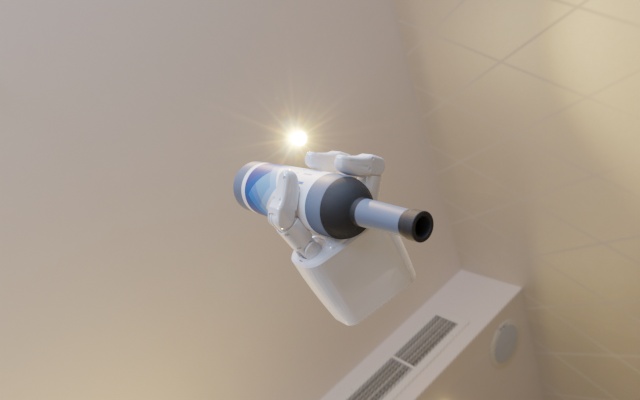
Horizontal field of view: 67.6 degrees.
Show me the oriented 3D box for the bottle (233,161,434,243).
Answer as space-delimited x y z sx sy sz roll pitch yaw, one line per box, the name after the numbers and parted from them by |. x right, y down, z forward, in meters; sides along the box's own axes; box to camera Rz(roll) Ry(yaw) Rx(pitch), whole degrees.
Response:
0.000 0.002 0.518 0.069 0.069 0.295 0 8 -36 | bottle
